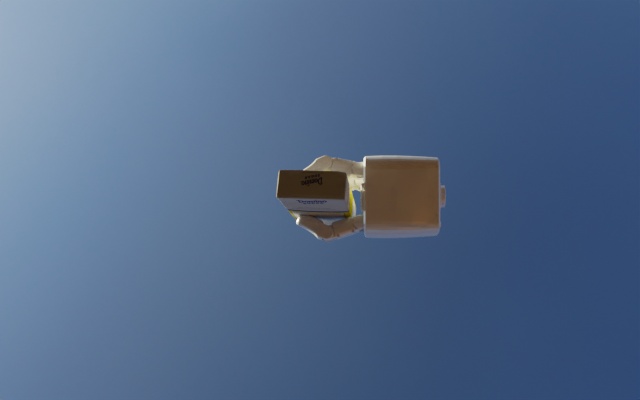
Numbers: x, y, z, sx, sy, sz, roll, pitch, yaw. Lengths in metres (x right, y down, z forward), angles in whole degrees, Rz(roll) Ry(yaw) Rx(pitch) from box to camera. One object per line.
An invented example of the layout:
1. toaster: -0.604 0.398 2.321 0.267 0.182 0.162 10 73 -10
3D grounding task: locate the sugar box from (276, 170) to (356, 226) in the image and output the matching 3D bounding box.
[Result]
1. sugar box: 0.000 0.002 0.702 0.093 0.048 0.176 2 -18 8
